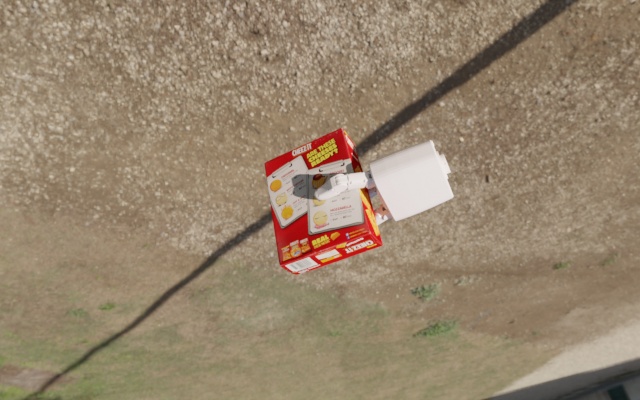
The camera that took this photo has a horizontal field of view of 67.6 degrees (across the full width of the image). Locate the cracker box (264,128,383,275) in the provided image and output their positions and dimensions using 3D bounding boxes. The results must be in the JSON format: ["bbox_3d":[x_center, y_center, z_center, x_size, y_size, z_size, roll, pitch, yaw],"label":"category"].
[{"bbox_3d":[0.000,0.003,0.829,0.164,0.213,0.072,-22,-33,16],"label":"cracker box"}]
